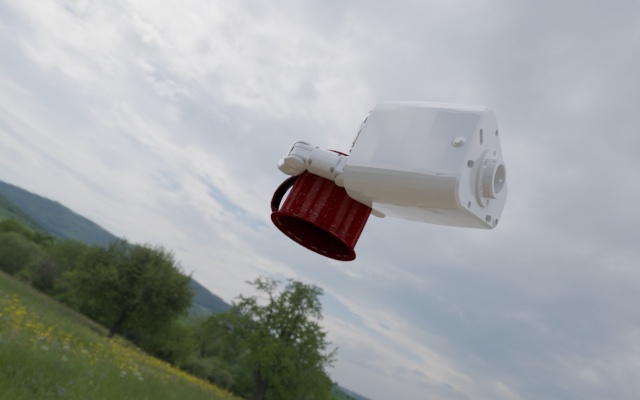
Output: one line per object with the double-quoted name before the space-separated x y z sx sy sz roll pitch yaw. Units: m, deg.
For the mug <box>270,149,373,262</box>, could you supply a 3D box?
"mug" -0.001 0.001 0.487 0.117 0.081 0.093 11 -26 38
